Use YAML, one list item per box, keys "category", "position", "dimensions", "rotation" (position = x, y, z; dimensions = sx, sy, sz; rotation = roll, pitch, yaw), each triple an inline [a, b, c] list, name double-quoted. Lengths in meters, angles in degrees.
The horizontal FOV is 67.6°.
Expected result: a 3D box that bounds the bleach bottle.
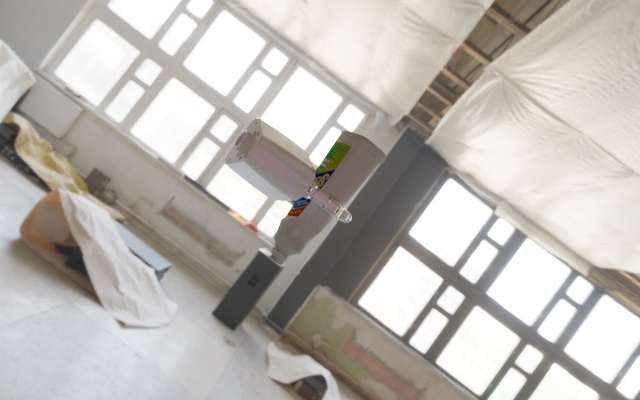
- category: "bleach bottle"
  position: [0.000, 0.003, 0.804]
  dimensions: [0.068, 0.251, 0.102]
  rotation: [36, -1, -27]
